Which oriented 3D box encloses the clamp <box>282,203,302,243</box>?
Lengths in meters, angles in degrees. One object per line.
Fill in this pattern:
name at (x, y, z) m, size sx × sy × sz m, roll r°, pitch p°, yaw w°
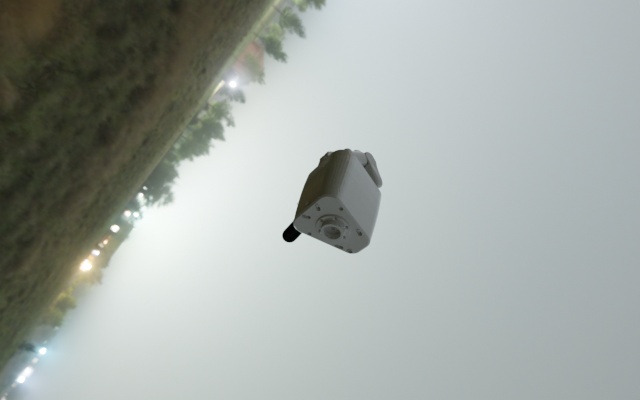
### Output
clamp at (0.001, 0.003, 0.801) m, size 0.039 × 0.120 × 0.171 m, roll 37°, pitch -50°, yaw -16°
